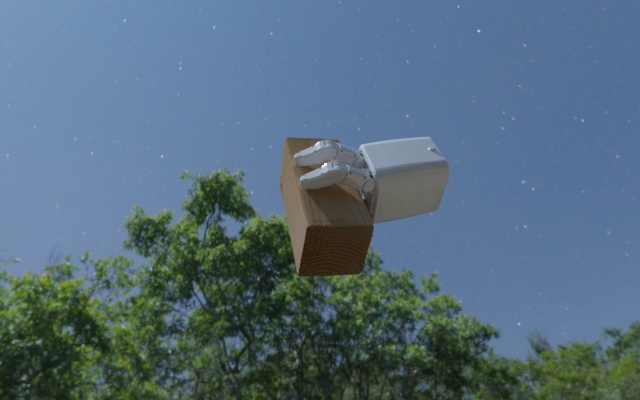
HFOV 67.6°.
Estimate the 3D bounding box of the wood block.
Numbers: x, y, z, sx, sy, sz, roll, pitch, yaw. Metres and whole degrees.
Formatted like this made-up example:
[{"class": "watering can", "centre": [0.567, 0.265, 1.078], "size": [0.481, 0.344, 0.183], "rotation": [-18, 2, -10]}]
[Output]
[{"class": "wood block", "centre": [0.000, 0.002, 0.687], "size": [0.090, 0.091, 0.206], "rotation": [0, 38, -13]}]
